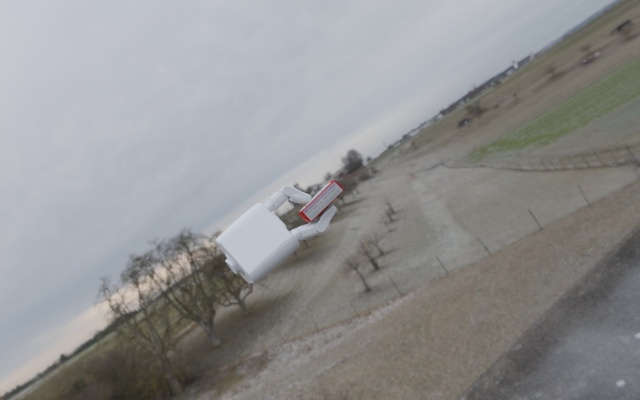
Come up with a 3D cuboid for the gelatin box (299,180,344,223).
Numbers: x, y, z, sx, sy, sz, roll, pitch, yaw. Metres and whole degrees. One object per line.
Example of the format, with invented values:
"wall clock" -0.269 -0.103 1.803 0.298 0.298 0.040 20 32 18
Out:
"gelatin box" 0.000 0.002 0.897 0.089 0.030 0.073 -45 3 -5
